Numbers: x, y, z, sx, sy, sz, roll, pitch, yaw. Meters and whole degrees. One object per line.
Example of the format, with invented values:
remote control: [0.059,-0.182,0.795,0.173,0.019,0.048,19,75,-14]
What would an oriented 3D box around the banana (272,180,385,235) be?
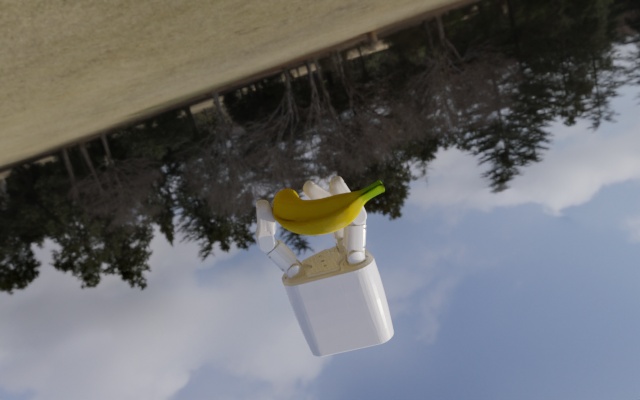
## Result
banana: [-0.012,0.010,0.520,0.069,0.037,0.198,-29,16,-29]
